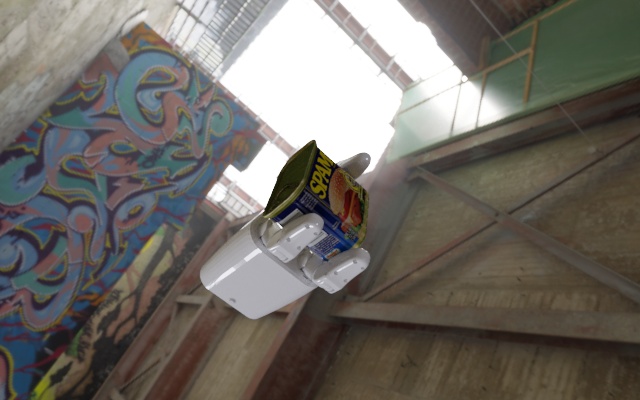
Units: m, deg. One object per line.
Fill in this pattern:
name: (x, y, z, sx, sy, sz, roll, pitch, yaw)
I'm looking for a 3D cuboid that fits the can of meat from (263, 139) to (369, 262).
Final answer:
can of meat: (0.000, 0.002, 0.471, 0.057, 0.084, 0.102, -38, 21, 30)
